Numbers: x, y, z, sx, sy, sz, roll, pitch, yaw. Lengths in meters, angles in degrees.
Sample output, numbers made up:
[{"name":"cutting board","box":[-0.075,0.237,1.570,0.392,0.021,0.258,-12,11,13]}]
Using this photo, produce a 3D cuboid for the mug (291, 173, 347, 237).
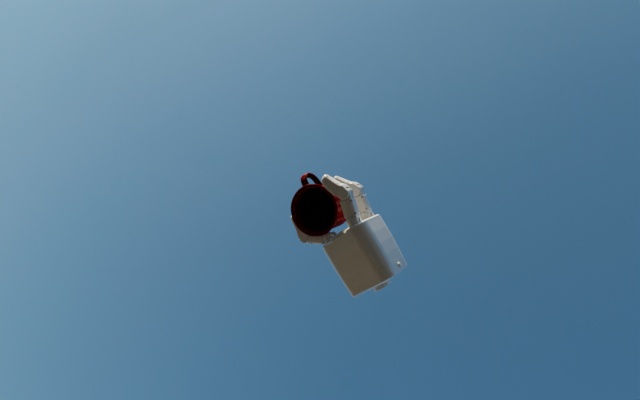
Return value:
[{"name":"mug","box":[-0.001,0.002,0.869,0.093,0.117,0.081,-32,-9,26]}]
